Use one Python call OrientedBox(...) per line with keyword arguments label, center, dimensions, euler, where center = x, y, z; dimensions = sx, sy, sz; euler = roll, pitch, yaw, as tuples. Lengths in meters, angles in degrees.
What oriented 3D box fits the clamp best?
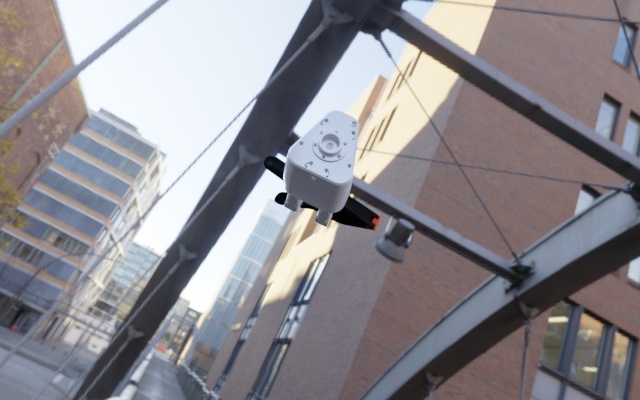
OrientedBox(label="clamp", center=(0.001, 0.002, 0.827), dimensions=(0.210, 0.036, 0.165), euler=(25, -19, 3))
